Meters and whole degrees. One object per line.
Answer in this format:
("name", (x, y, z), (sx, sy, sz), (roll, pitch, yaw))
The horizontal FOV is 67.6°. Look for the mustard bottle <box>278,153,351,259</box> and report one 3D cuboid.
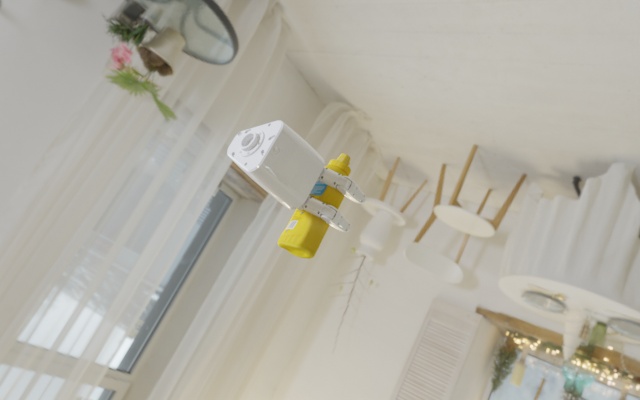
("mustard bottle", (0.000, 0.003, 0.807), (0.058, 0.191, 0.096), (33, -17, -17))
